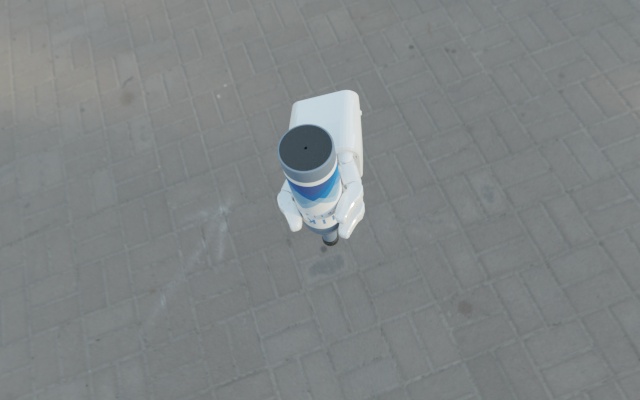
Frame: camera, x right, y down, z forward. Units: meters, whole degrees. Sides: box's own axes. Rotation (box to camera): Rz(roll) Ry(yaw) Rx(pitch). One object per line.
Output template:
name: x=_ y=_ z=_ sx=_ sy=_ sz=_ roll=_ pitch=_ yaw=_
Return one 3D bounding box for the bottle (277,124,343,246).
bottle: x=0.000 y=0.002 z=0.678 sx=0.069 sy=0.069 sz=0.296 roll=0 pitch=-25 yaw=7
